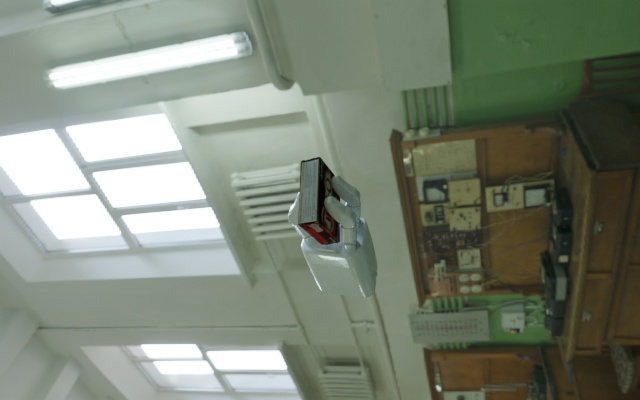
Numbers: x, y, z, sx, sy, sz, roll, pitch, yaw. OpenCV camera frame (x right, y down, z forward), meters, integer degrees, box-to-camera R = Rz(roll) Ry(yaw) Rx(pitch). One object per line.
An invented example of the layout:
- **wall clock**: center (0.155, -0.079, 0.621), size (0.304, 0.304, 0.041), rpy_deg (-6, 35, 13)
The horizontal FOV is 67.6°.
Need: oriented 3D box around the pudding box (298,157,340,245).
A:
- **pudding box**: center (0.000, 0.003, 0.750), size (0.039, 0.113, 0.090), rpy_deg (-10, -28, 19)
